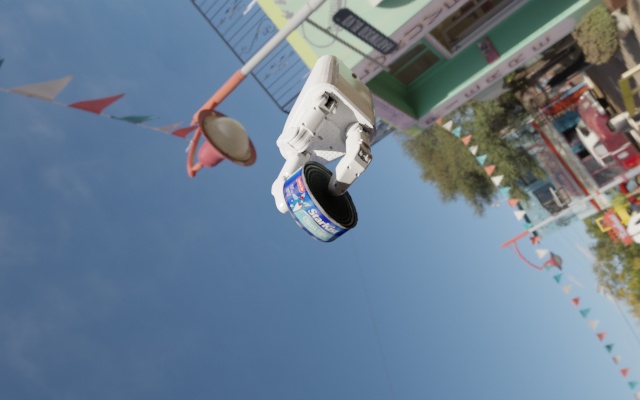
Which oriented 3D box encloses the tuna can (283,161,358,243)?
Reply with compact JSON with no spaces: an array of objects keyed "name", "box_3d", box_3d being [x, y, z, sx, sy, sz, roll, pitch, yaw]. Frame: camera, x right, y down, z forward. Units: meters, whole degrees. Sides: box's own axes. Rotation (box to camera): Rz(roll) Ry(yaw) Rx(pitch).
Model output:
[{"name":"tuna can","box_3d":[0.000,0.002,0.511,0.034,0.086,0.086,-37,-17,24]}]
